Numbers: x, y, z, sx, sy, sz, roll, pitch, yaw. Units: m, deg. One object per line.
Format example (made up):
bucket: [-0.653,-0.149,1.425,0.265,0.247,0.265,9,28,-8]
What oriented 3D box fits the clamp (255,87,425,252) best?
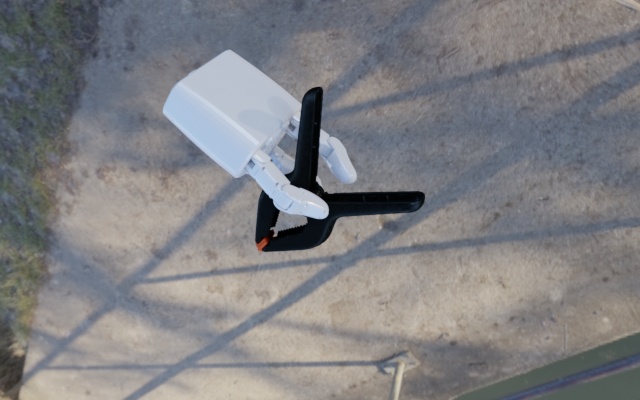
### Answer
clamp: [-0.001,0.002,0.533,0.210,0.164,0.036,-50,0,34]
